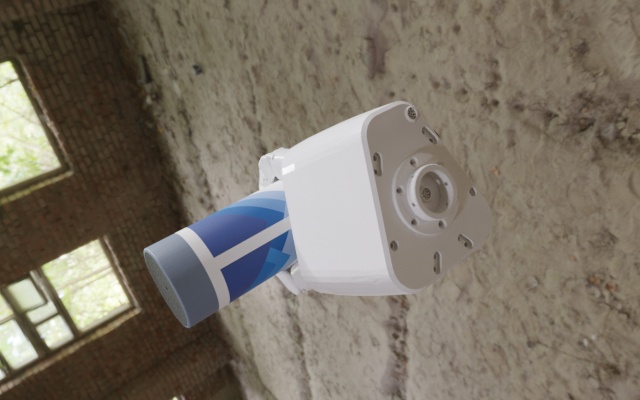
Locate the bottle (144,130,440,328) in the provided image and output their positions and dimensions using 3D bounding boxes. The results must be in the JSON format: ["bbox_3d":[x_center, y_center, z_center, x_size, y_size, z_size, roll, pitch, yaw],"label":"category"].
[{"bbox_3d":[0.000,0.001,0.417,0.295,0.069,0.069,-29,15,-29],"label":"bottle"}]
